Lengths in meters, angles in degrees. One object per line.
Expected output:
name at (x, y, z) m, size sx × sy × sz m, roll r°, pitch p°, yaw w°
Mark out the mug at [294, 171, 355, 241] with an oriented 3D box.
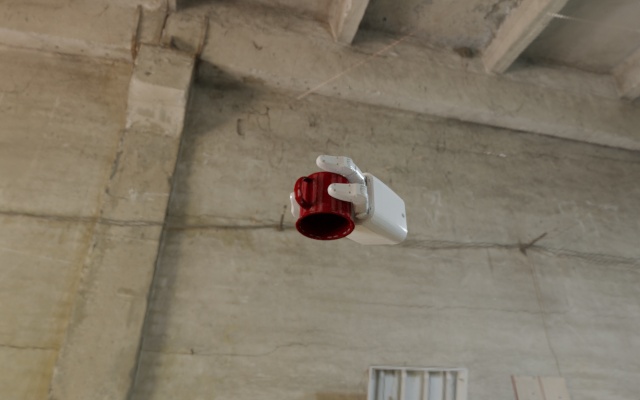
mug at (-0.001, 0.002, 0.759) m, size 0.093 × 0.081 × 0.117 m, roll -25°, pitch -41°, yaw 35°
